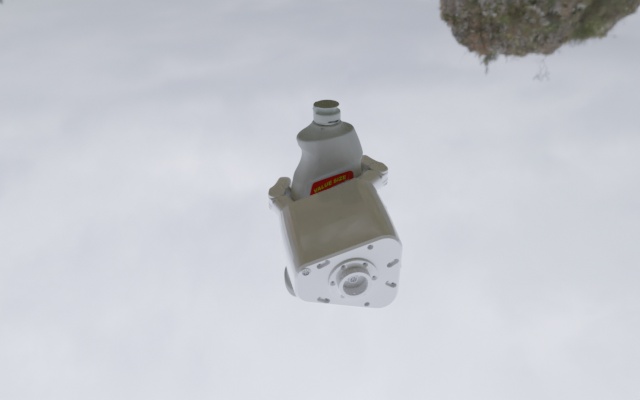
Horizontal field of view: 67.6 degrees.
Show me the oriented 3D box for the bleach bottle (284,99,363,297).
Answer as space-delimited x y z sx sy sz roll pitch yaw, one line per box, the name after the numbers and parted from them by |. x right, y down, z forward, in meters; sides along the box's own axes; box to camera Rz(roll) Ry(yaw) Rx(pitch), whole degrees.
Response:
0.000 0.002 0.586 0.102 0.251 0.068 -6 32 -8 | bleach bottle
